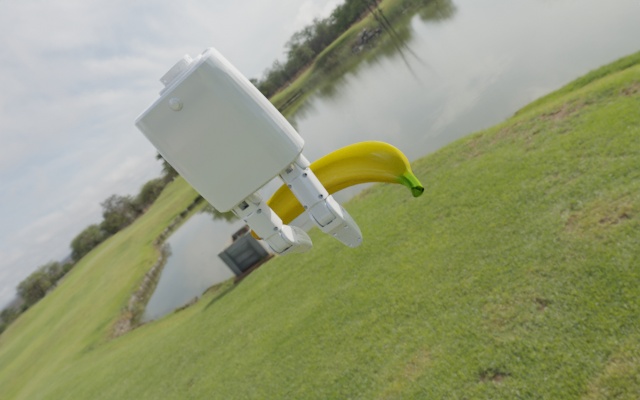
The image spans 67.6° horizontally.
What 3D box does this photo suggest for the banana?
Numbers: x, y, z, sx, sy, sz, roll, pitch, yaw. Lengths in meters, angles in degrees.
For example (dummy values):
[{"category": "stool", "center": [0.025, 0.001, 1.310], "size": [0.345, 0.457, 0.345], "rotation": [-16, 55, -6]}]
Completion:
[{"category": "banana", "center": [0.007, -0.014, 0.458], "size": [0.198, 0.069, 0.037], "rotation": [-19, -49, 36]}]
